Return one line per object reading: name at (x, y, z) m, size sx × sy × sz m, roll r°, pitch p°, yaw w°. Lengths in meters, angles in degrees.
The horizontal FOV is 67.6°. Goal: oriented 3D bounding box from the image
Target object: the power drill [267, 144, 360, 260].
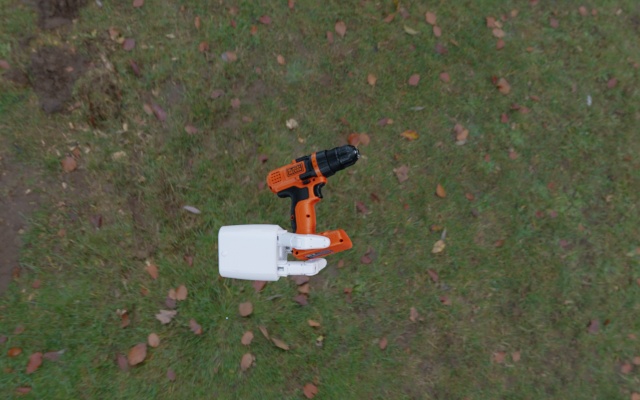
power drill at (0.000, 0.003, 0.866) m, size 0.184 × 0.187 × 0.057 m, roll -20°, pitch -21°, yaw 19°
